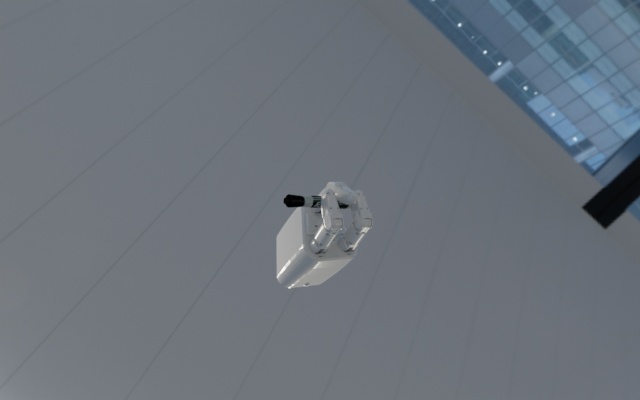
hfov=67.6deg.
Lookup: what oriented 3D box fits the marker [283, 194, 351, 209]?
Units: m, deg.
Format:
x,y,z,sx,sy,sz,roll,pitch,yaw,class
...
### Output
x,y,z,sx,sy,sz,roll,pitch,yaw,class
0.000,0.002,0.697,0.121,0.020,0.020,2,-1,-35,marker
